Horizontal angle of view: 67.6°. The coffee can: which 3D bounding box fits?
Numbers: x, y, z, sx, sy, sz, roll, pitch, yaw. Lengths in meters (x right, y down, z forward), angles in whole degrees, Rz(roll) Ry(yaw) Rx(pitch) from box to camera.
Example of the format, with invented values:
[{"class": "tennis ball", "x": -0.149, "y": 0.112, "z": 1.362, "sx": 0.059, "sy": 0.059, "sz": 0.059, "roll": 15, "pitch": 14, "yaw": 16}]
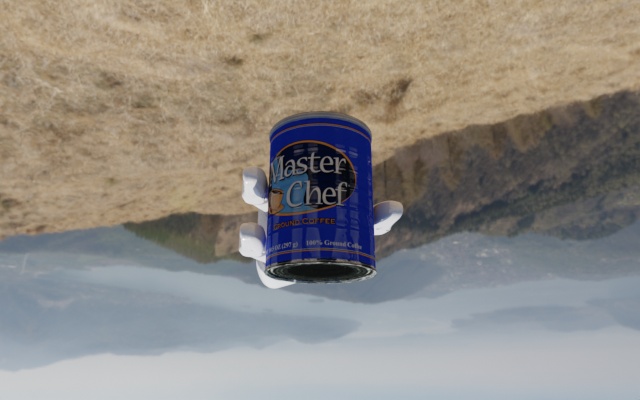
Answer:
[{"class": "coffee can", "x": 0.000, "y": 0.001, "z": 0.456, "sx": 0.103, "sy": 0.140, "sz": 0.103, "roll": 0, "pitch": -19, "yaw": 0}]
